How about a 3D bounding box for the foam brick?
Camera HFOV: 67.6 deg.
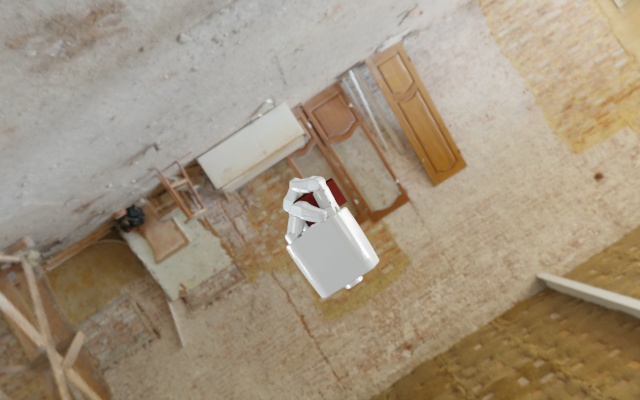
[{"bbox_3d":[0.000,0.003,0.827,0.053,0.051,0.078,-36,-3,31],"label":"foam brick"}]
